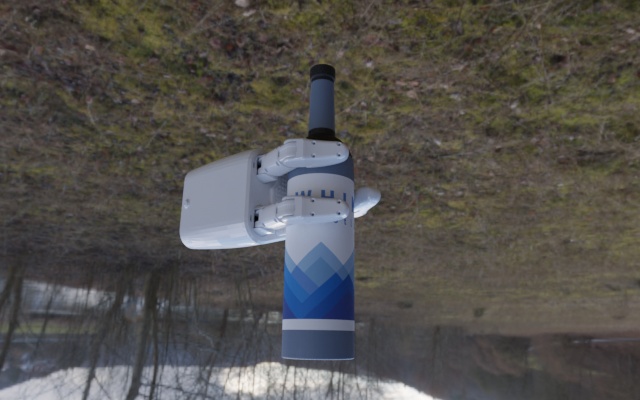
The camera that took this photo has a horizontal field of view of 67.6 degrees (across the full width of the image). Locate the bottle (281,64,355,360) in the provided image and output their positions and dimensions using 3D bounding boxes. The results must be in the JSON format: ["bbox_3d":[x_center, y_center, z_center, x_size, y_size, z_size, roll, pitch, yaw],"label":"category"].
[{"bbox_3d":[0.000,0.002,0.473,0.069,0.295,0.069,1,-16,0],"label":"bottle"}]
